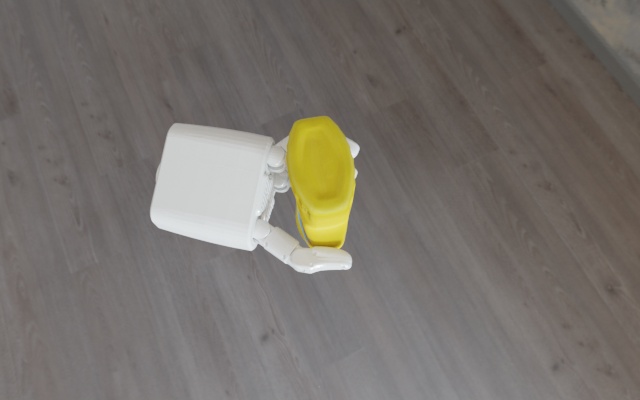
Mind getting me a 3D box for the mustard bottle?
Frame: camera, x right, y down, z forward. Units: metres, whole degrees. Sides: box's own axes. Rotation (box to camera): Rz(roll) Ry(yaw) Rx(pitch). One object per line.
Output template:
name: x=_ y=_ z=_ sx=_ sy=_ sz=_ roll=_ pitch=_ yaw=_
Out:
mustard bottle: x=0.000 y=0.002 z=0.492 sx=0.058 sy=0.096 sz=0.192 roll=-11 pitch=-21 yaw=-4
